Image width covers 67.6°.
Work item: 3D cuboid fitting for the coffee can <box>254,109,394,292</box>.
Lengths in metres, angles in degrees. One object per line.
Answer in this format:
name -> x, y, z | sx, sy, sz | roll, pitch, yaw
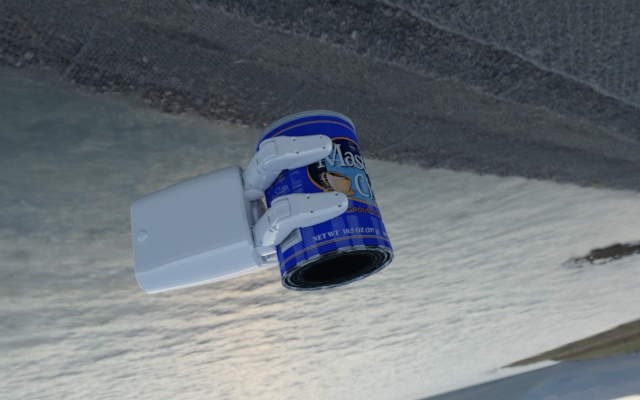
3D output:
coffee can -> 0.000, 0.001, 0.450 | 0.103, 0.140, 0.103 | -12, -25, -6
